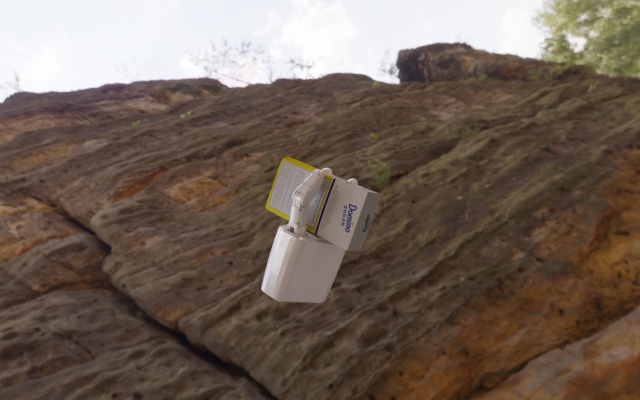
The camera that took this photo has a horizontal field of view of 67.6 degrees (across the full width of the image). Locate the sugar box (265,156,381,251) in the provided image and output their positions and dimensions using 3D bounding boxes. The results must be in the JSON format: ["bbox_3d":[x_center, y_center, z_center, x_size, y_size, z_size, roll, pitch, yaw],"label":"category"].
[{"bbox_3d":[0.000,0.003,0.739,0.176,0.093,0.048,25,10,33],"label":"sugar box"}]
